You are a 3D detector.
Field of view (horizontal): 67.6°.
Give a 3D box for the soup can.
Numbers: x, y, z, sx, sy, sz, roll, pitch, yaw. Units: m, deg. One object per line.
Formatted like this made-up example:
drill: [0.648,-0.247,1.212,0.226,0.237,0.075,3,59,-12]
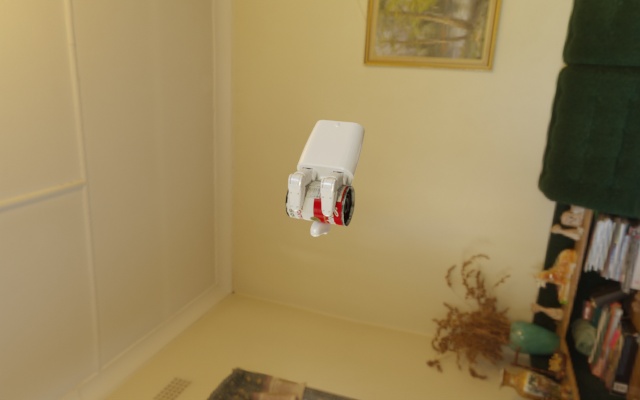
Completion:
soup can: [0.000,0.003,0.803,0.102,0.068,0.068,8,2,18]
